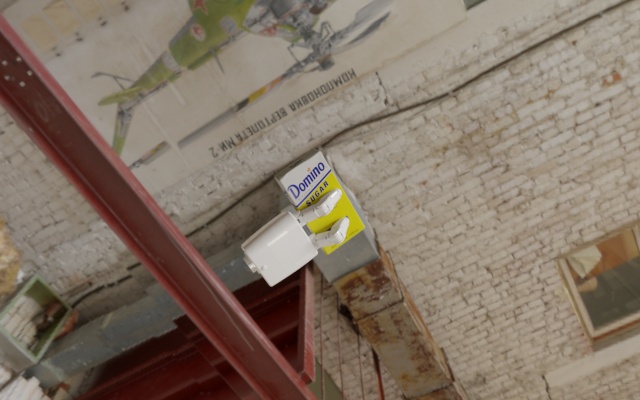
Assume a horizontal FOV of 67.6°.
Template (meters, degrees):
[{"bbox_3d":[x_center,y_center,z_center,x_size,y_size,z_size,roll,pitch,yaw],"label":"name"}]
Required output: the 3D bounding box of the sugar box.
[{"bbox_3d":[0.000,0.003,0.883,0.093,0.176,0.048,-36,23,-9],"label":"sugar box"}]
